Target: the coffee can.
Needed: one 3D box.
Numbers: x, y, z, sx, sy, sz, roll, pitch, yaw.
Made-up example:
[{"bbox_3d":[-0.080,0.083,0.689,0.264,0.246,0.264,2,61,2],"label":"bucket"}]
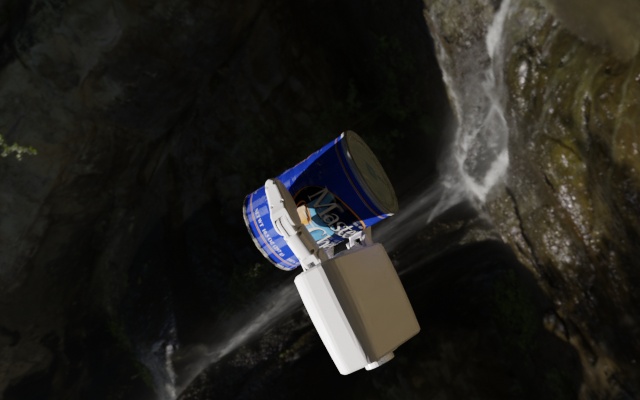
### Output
[{"bbox_3d":[0.000,0.002,0.534,0.140,0.103,0.103,-31,-12,20],"label":"coffee can"}]
